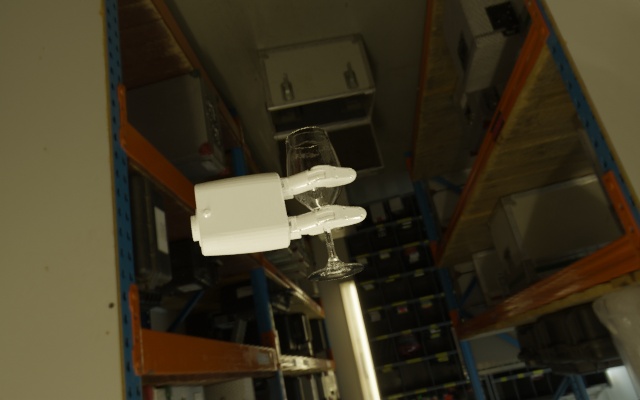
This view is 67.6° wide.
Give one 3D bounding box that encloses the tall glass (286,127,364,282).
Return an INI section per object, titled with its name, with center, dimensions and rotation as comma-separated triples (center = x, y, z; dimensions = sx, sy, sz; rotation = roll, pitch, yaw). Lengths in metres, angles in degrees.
[tall glass]
center = 0.000, 0.003, 0.645
dimensions = 0.079, 0.201, 0.079
rotation = -11, -20, -4
